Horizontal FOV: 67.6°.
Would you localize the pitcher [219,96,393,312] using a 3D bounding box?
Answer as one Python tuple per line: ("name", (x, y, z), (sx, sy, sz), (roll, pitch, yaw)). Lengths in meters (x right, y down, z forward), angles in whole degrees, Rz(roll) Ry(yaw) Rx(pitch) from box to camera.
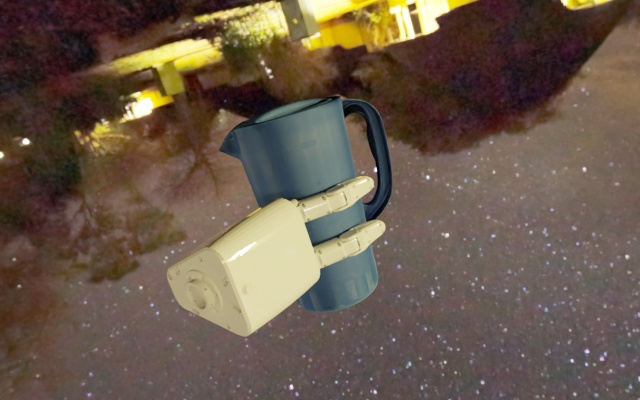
("pitcher", (0.000, 0.002, 0.572), (0.149, 0.243, 0.145), (-4, 21, 39))
